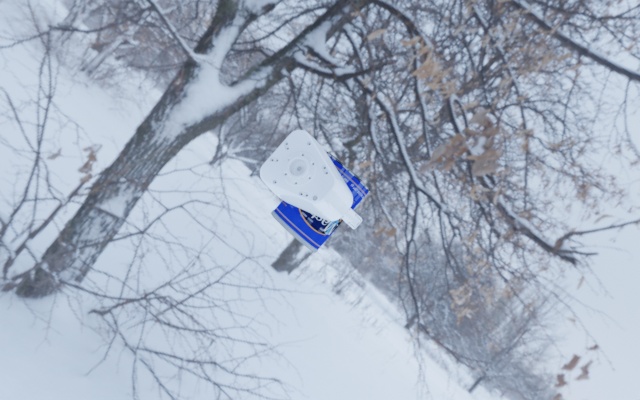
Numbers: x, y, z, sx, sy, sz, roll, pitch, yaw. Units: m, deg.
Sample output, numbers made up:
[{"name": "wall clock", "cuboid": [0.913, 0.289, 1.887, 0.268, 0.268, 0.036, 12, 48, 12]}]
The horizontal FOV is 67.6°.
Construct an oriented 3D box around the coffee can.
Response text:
[{"name": "coffee can", "cuboid": [0.000, 0.003, 0.810, 0.103, 0.140, 0.103, 41, 0, 0]}]
